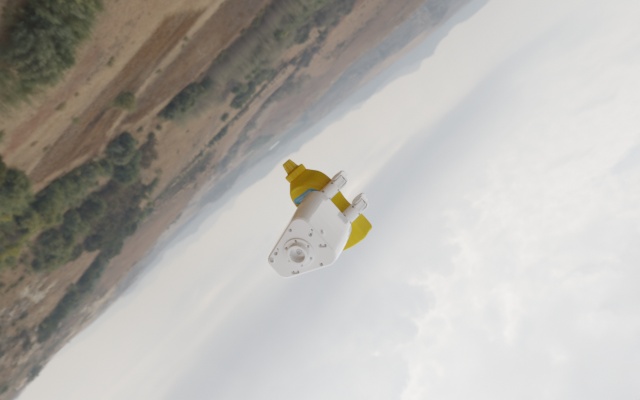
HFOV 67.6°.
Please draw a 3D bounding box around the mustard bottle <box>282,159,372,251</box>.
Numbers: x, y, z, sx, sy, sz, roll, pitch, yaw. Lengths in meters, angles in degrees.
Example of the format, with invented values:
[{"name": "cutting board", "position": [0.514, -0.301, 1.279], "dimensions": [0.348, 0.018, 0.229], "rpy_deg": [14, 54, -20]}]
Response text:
[{"name": "mustard bottle", "position": [0.000, 0.003, 0.865], "dimensions": [0.096, 0.191, 0.058], "rpy_deg": [-33, 12, 49]}]
